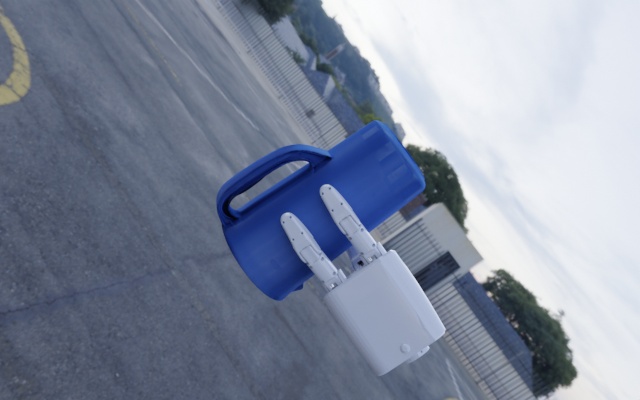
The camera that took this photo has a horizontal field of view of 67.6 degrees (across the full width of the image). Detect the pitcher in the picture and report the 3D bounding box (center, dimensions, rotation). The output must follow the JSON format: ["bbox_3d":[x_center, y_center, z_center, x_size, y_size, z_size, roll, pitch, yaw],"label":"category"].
[{"bbox_3d":[0.000,0.002,0.603,0.243,0.145,0.149,-36,-15,7],"label":"pitcher"}]
